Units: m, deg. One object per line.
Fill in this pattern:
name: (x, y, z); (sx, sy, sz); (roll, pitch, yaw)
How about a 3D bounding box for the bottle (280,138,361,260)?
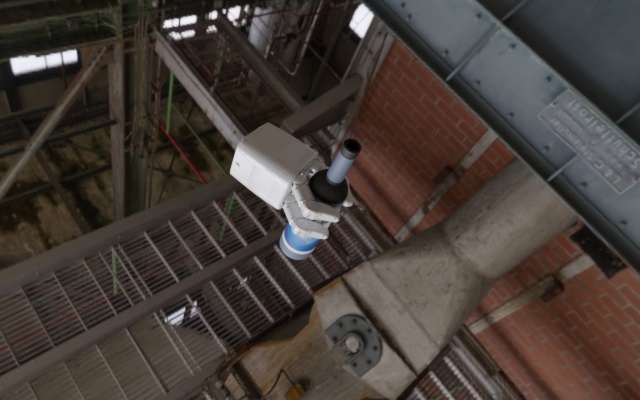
bottle: (0.000, 0.003, 0.795); (0.069, 0.069, 0.296); (0, -33, -22)
